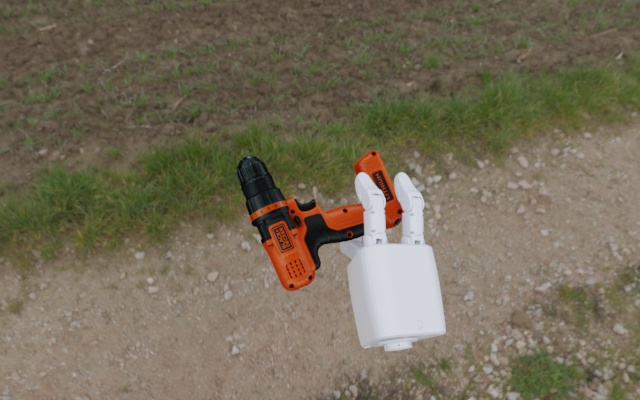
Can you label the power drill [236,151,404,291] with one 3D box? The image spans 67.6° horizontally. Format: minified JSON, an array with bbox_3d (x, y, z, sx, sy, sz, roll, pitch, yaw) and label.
[{"bbox_3d":[0.001,0.002,0.629,0.187,0.184,0.057,-23,-5,-9],"label":"power drill"}]
